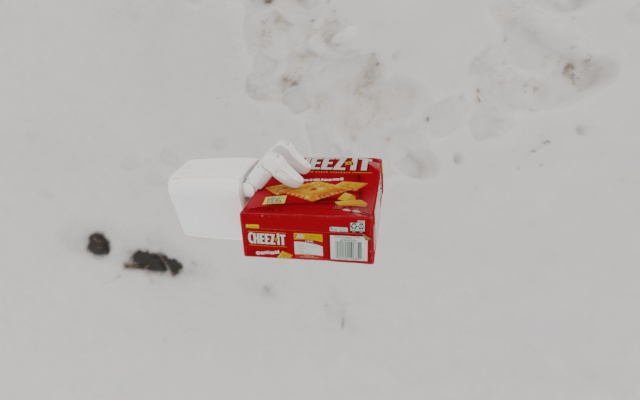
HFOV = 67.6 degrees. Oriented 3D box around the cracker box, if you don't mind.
[{"bbox_3d":[0.000,0.002,0.663,0.164,0.072,0.213,2,24,10],"label":"cracker box"}]
